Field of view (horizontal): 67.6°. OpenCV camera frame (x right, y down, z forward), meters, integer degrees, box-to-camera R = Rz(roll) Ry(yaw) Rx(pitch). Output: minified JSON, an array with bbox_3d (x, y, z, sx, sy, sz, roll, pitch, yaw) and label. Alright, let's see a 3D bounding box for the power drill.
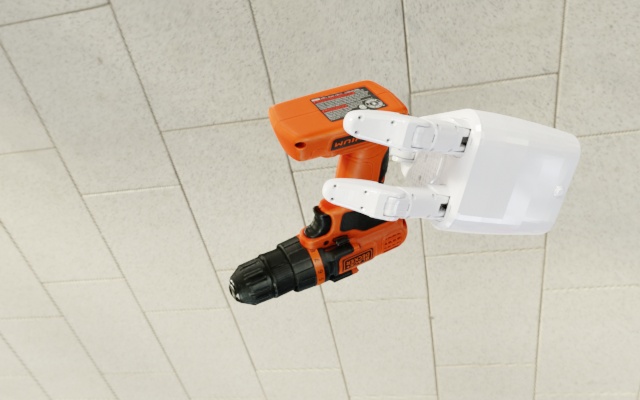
[{"bbox_3d":[0.000,0.001,0.412,0.184,0.188,0.057,-22,48,-21],"label":"power drill"}]
